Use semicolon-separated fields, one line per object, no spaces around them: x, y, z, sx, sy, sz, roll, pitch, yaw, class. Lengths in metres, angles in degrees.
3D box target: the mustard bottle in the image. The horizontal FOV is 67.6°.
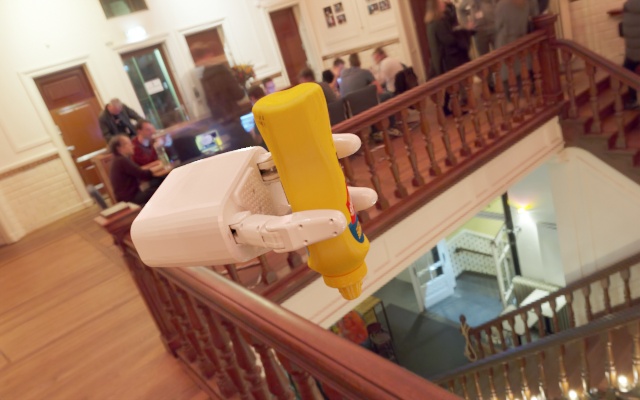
0.000;0.001;0.407;0.058;0.192;0.096;-17;19;2;mustard bottle
